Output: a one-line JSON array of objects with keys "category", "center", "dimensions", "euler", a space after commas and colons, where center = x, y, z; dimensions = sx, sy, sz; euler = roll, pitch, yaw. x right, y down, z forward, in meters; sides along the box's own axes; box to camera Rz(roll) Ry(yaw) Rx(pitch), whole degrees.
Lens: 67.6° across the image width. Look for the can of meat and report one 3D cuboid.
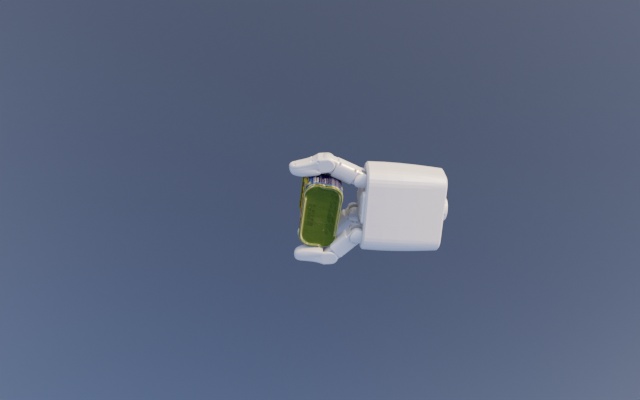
[{"category": "can of meat", "center": [0.000, 0.002, 0.663], "dimensions": [0.057, 0.102, 0.084], "euler": [6, 30, -3]}]
